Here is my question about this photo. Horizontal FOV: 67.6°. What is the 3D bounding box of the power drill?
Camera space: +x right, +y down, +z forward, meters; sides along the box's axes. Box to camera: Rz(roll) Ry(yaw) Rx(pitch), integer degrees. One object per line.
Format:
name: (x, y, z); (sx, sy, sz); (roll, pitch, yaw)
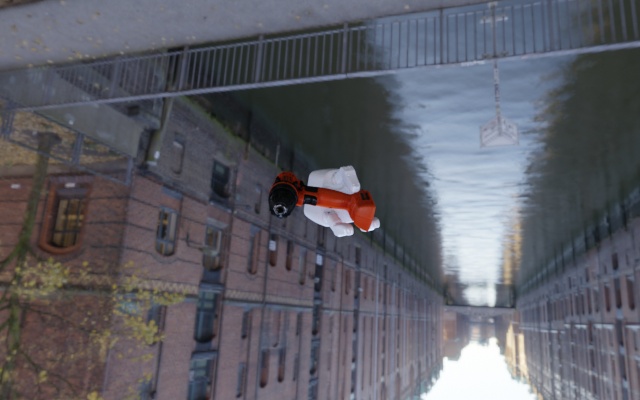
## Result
power drill: (0.001, 0.003, 0.857); (0.187, 0.057, 0.184); (14, 18, -5)
